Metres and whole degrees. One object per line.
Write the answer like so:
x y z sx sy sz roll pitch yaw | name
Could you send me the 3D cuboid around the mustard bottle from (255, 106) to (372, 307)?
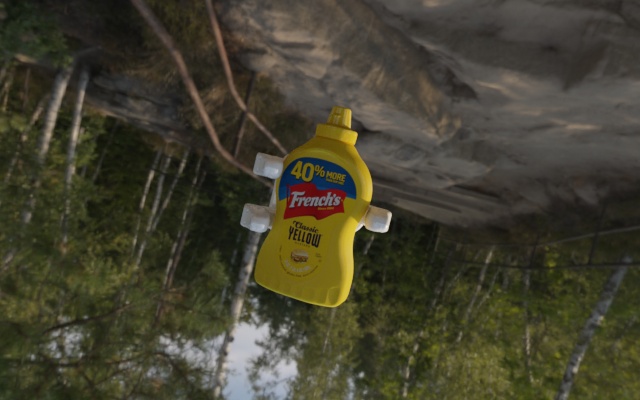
0.000 0.002 0.478 0.096 0.191 0.058 15 4 19 | mustard bottle
